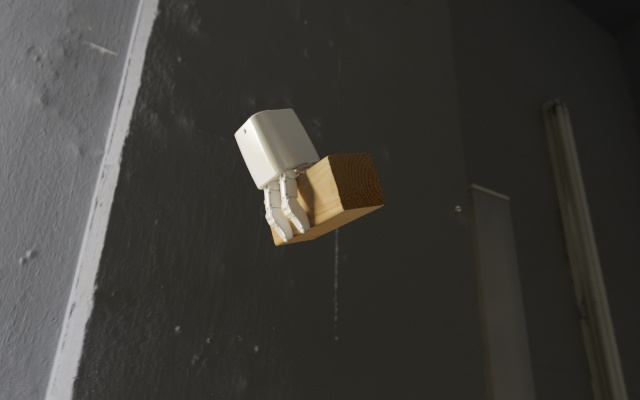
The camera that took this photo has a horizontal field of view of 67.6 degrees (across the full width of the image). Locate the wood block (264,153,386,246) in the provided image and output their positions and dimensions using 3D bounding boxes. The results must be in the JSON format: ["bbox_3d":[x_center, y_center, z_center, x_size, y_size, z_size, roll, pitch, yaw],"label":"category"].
[{"bbox_3d":[0.000,0.002,0.804,0.091,0.090,0.206,-8,-14,-37],"label":"wood block"}]
